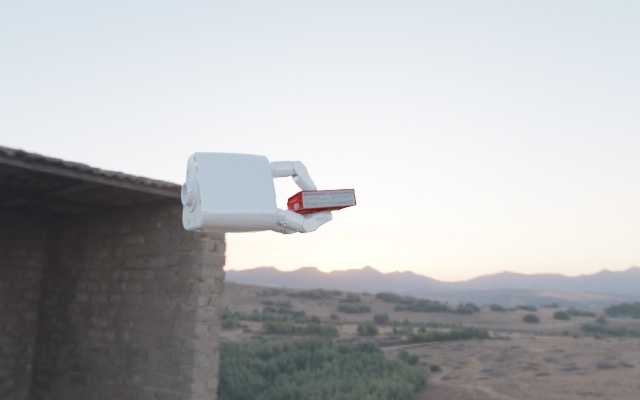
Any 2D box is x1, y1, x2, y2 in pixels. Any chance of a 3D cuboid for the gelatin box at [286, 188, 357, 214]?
[{"bbox_3d":[0.000,0.002,0.724,0.089,0.030,0.073,-4,-6,-19],"label":"gelatin box"}]
